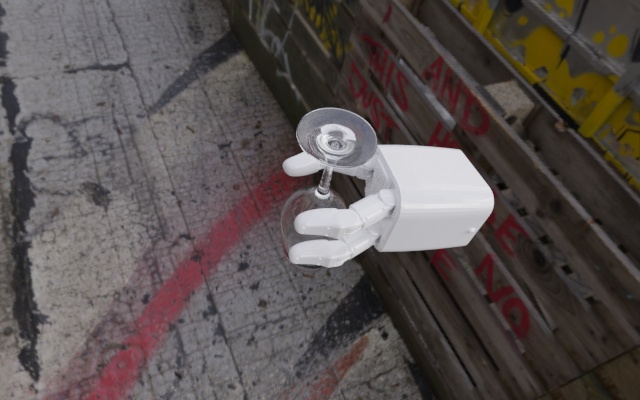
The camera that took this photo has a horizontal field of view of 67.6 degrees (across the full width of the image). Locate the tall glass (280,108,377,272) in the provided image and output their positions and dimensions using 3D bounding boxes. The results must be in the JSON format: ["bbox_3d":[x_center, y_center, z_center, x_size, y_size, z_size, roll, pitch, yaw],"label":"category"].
[{"bbox_3d":[0.000,0.001,0.506,0.079,0.079,0.201,0,-37,-12],"label":"tall glass"}]
